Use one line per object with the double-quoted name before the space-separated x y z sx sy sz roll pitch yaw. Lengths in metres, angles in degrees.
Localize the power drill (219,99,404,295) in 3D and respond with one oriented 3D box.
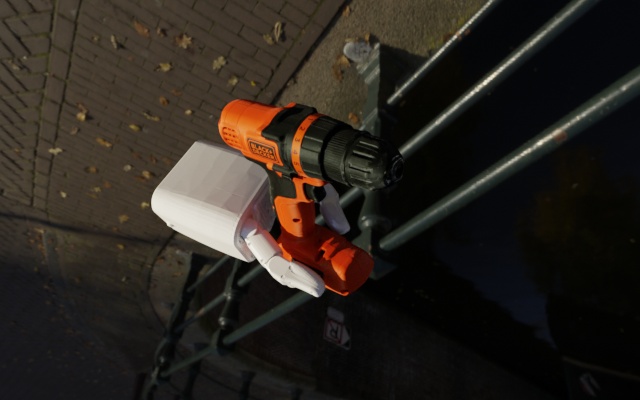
"power drill" 0.000 0.002 0.439 0.184 0.188 0.057 23 51 36
